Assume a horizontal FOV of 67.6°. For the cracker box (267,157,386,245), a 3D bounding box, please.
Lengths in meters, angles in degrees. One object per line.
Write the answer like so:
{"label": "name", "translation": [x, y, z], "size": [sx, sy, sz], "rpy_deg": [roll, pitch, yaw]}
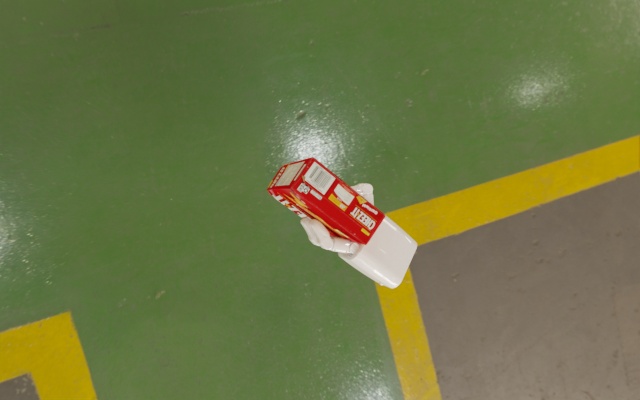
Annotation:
{"label": "cracker box", "translation": [0.000, 0.003, 0.875], "size": [0.164, 0.072, 0.213], "rpy_deg": [38, -10, -14]}
